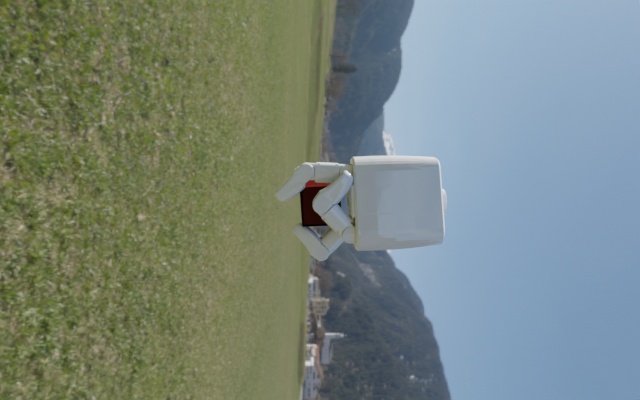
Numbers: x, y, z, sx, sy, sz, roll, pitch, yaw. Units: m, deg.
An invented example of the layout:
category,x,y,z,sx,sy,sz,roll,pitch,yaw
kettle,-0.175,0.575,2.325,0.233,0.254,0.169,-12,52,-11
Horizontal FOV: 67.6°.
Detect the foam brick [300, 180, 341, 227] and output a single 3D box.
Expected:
category,x,y,z,sx,sy,sz,roll,pitch,yaw
foam brick,0.000,0.002,0.636,0.051,0.053,0.078,-4,9,0
